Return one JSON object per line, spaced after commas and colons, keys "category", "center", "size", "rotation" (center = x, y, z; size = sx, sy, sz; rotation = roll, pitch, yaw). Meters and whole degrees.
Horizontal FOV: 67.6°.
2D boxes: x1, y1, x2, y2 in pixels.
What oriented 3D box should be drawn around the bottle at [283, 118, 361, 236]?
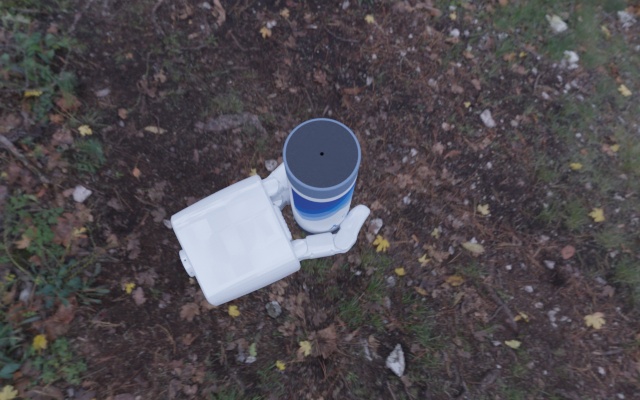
{"category": "bottle", "center": [0.000, 0.002, 0.545], "size": [0.069, 0.069, 0.296], "rotation": [0, -16, 0]}
